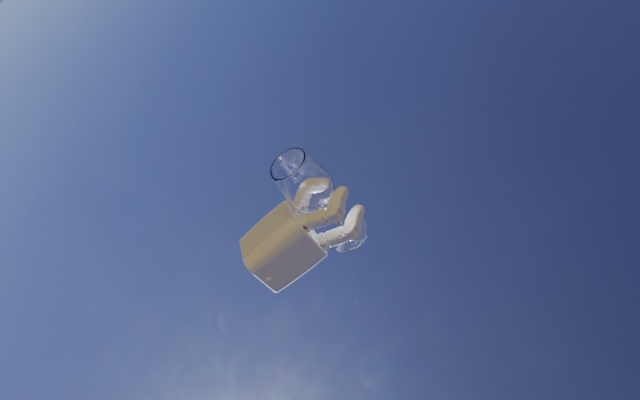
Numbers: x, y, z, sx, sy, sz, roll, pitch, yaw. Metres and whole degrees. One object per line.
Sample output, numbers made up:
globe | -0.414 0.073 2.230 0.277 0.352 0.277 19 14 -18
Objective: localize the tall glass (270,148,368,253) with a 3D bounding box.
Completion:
tall glass | 0.001 0.003 0.768 0.079 0.079 0.201 0 -35 37
